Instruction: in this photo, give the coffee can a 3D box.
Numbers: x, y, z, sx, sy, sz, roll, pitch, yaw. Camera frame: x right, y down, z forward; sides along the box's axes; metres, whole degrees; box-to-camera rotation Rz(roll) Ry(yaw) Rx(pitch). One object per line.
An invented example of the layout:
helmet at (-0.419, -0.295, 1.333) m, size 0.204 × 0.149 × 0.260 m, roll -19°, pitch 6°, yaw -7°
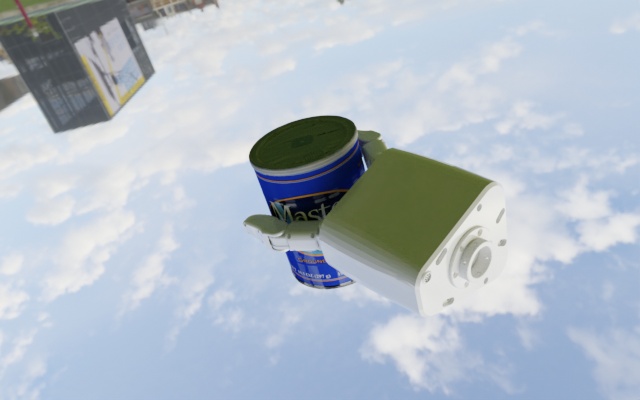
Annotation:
coffee can at (0.000, 0.001, 0.472) m, size 0.103 × 0.140 × 0.102 m, roll -12°, pitch 32°, yaw 8°
